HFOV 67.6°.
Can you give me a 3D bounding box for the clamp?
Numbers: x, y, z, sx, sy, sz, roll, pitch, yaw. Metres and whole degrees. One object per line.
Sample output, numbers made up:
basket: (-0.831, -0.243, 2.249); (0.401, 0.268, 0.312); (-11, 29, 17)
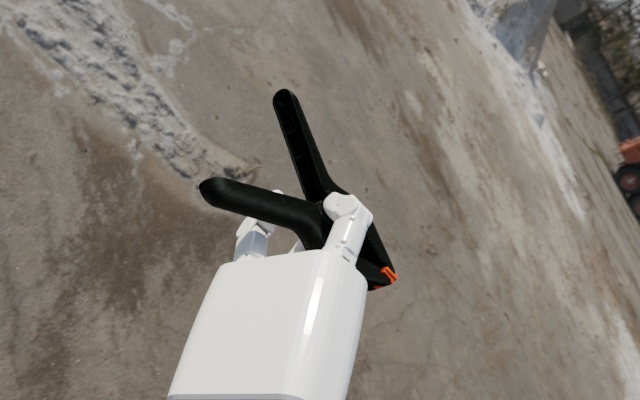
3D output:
clamp: (0.001, 0.002, 0.441); (0.036, 0.164, 0.210); (-27, -59, 37)
